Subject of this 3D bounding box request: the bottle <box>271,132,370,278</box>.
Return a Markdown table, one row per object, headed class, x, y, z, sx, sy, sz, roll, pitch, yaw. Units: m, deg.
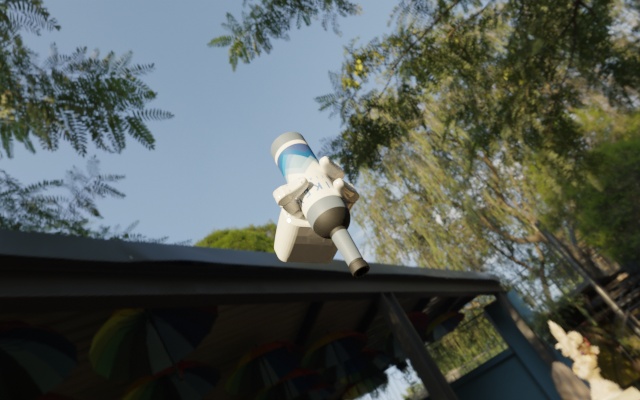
| class | x | y | z | sx | sy | sz | roll | pitch | yaw |
| --- | --- | --- | --- | --- | --- | --- | --- | --- | --- |
| bottle | 0.000 | 0.002 | 0.781 | 0.069 | 0.069 | 0.295 | 0 | 44 | -34 |
